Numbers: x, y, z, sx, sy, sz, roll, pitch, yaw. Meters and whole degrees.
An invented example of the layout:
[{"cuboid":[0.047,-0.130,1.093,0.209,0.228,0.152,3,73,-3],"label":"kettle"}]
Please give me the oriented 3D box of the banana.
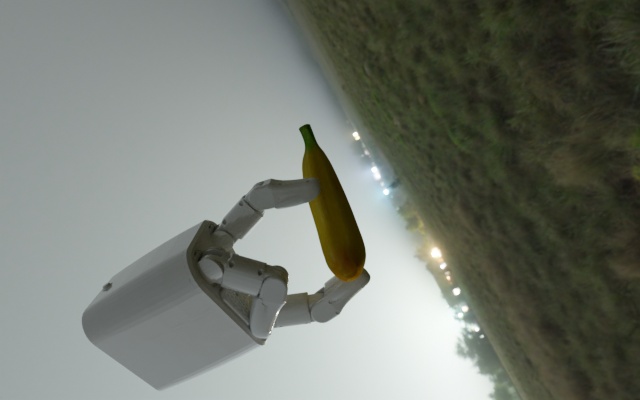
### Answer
[{"cuboid":[0.008,0.011,0.433,0.037,0.197,0.070,-28,-48,9],"label":"banana"}]
